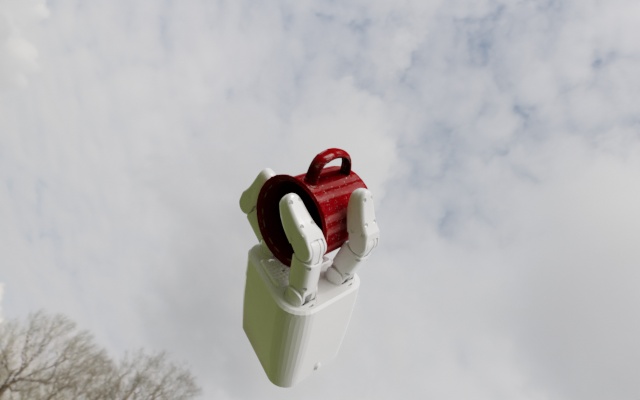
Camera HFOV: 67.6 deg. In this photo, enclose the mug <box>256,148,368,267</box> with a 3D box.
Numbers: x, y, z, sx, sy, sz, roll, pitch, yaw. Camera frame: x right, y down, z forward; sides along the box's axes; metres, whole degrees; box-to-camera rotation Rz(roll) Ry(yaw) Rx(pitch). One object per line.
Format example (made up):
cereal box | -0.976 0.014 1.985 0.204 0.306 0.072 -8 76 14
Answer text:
mug | 0.000 0.000 0.466 0.093 0.117 0.081 33 34 31
